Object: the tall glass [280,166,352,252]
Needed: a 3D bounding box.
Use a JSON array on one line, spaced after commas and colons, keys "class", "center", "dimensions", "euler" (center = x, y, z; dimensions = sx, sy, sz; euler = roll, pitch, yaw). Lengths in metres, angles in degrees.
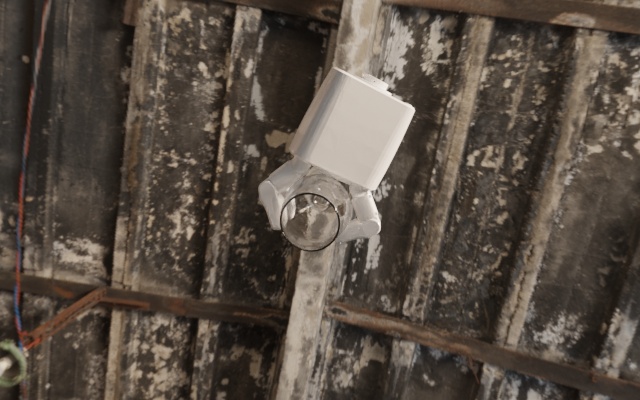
[{"class": "tall glass", "center": [0.000, 0.002, 0.576], "dimensions": [0.079, 0.079, 0.201], "euler": [0, 12, 7]}]
